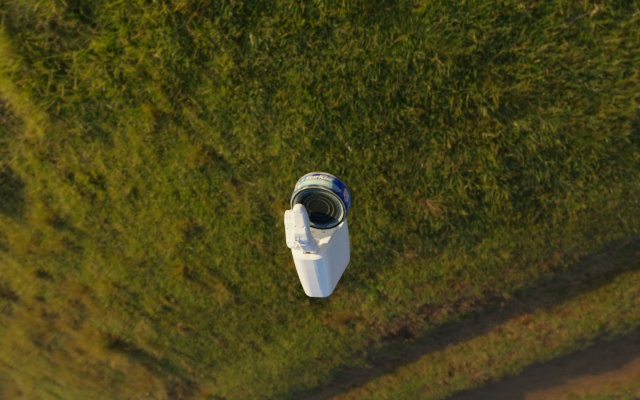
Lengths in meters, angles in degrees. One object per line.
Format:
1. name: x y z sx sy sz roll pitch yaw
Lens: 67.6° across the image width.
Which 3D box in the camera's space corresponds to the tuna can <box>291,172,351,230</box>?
1. tuna can: 0.000 0.003 0.702 0.086 0.086 0.033 0 39 16
